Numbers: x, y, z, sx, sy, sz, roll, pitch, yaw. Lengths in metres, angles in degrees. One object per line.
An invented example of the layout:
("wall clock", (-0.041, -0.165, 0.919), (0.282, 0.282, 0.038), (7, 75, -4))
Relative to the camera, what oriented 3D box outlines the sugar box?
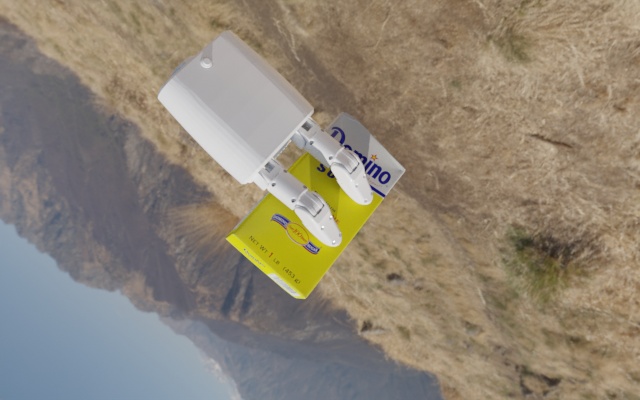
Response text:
("sugar box", (0.000, 0.001, 0.478), (0.093, 0.176, 0.048), (43, -20, -9))
